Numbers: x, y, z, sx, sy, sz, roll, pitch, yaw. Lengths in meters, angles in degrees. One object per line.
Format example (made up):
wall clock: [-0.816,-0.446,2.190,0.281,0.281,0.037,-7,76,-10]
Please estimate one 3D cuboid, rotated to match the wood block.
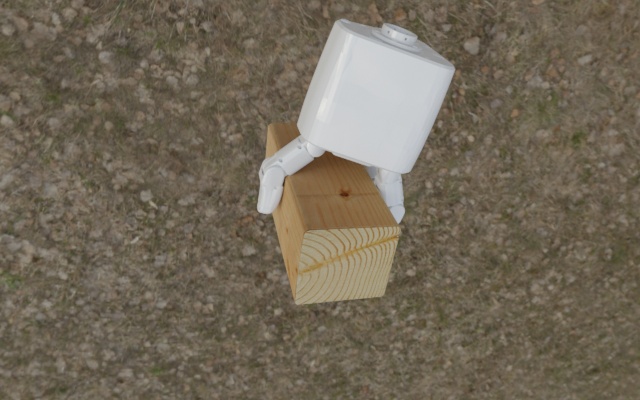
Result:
wood block: [0.000,0.001,0.511,0.091,0.090,0.206,-2,35,-15]
